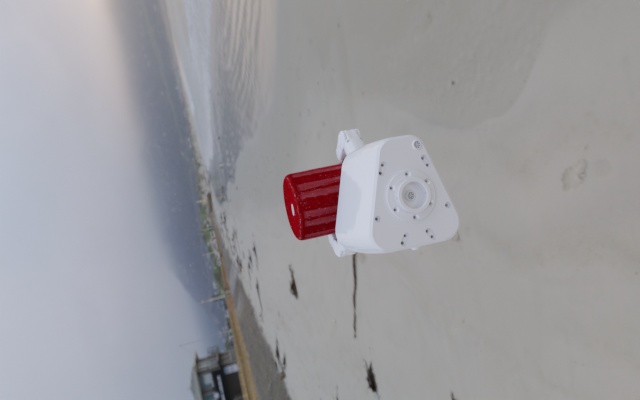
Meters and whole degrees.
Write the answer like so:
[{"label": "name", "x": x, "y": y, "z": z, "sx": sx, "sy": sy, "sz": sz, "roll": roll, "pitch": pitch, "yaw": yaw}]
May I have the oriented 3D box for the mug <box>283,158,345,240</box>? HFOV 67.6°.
[{"label": "mug", "x": 0.000, "y": 0.002, "z": 0.592, "sx": 0.081, "sy": 0.093, "sz": 0.117, "roll": -12, "pitch": 0, "yaw": -14}]
